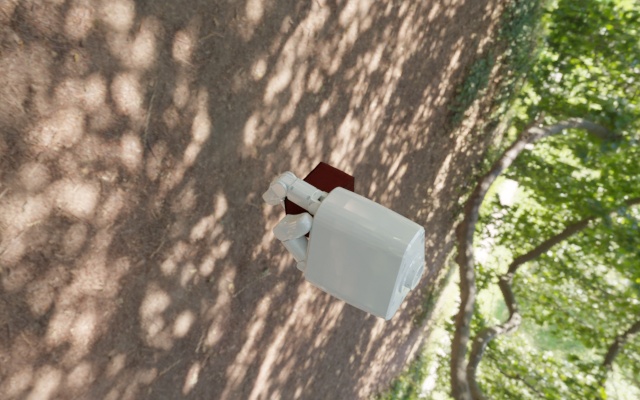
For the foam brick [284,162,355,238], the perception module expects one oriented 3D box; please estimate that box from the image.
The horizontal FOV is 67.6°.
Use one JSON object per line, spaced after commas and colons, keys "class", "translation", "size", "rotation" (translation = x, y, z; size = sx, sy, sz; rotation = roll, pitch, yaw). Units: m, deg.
{"class": "foam brick", "translation": [0.000, 0.002, 0.572], "size": [0.051, 0.053, 0.078], "rotation": [24, 51, 24]}
